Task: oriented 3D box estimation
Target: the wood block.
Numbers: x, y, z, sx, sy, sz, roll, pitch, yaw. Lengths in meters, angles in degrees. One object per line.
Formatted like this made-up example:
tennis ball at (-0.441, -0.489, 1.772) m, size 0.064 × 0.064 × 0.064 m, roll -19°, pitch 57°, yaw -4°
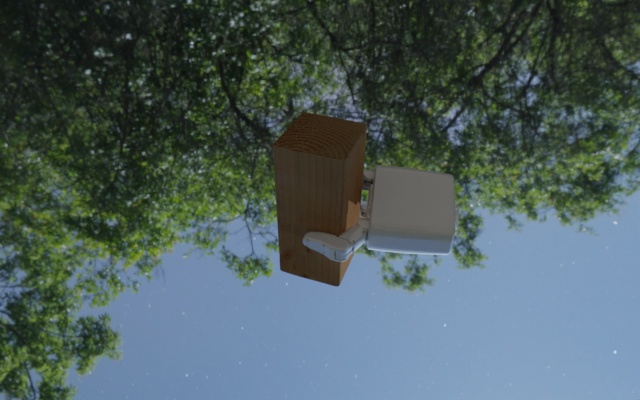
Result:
wood block at (0.000, 0.002, 0.626) m, size 0.090 × 0.206 × 0.090 m, roll 14°, pitch 40°, yaw 16°
